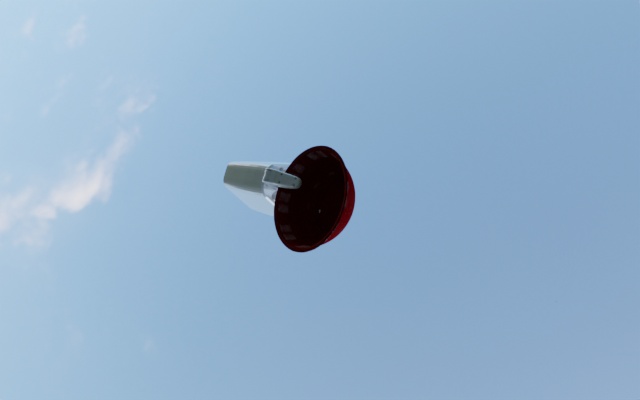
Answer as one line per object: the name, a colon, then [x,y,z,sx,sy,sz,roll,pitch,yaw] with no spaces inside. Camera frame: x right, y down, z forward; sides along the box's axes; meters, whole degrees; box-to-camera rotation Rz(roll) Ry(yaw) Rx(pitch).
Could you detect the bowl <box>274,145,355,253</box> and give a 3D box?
bowl: [0.001,0.003,0.715,0.055,0.162,0.162,18,-12,-40]
